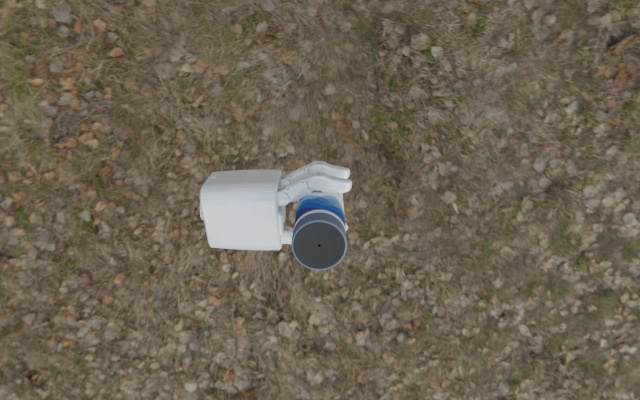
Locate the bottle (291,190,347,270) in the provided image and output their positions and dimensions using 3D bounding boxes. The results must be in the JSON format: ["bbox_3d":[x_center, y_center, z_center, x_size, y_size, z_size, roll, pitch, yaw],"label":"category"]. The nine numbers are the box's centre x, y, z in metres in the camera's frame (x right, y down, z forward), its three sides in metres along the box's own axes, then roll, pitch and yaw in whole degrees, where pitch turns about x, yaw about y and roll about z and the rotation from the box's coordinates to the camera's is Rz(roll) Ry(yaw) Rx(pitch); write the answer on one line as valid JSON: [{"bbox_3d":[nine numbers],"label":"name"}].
[{"bbox_3d":[0.000,0.002,0.703,0.069,0.069,0.295,0,21,1],"label":"bottle"}]
